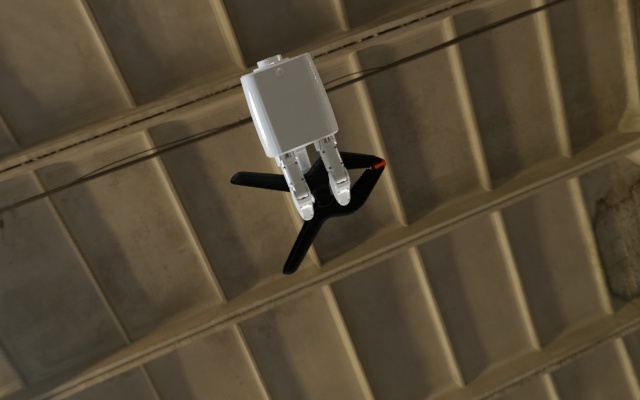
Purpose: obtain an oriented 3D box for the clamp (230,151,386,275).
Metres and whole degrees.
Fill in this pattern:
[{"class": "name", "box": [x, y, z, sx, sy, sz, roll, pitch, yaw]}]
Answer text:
[{"class": "clamp", "box": [0.000, 0.002, 0.674, 0.210, 0.165, 0.036, -22, 18, -8]}]
